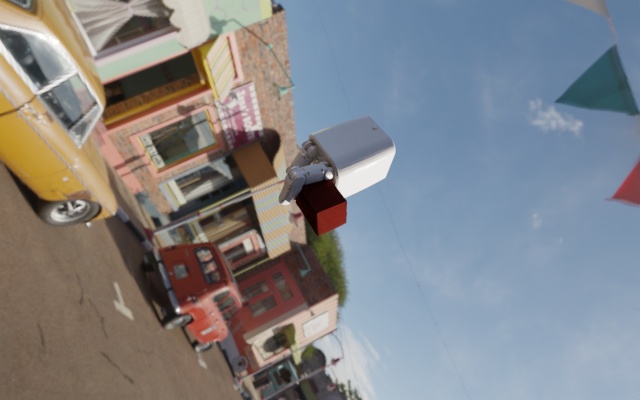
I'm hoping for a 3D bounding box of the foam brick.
[{"bbox_3d":[0.000,0.003,0.716,0.051,0.053,0.078,-21,50,-18],"label":"foam brick"}]
